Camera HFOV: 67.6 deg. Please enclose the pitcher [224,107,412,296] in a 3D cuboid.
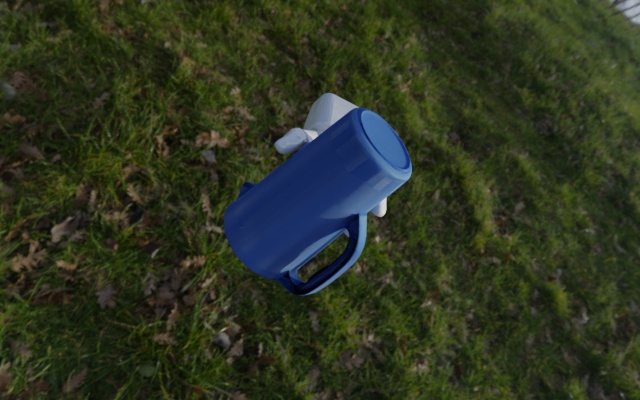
[{"bbox_3d":[0.000,0.002,0.621,0.243,0.149,0.145,-38,23,30],"label":"pitcher"}]
